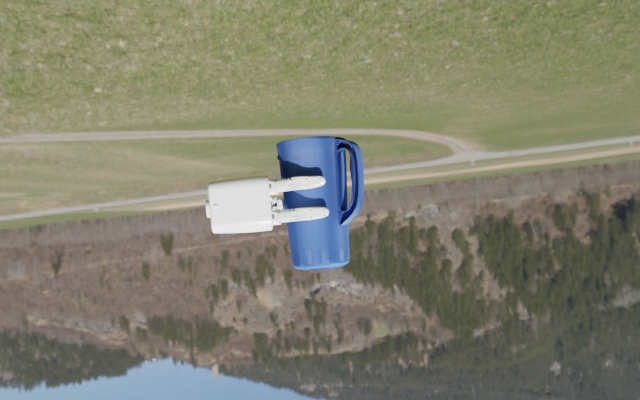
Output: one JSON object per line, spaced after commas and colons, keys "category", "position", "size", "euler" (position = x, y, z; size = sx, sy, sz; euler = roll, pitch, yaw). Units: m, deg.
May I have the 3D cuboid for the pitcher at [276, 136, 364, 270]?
{"category": "pitcher", "position": [0.000, 0.003, 0.893], "size": [0.145, 0.243, 0.149], "euler": [-5, -2, -9]}
